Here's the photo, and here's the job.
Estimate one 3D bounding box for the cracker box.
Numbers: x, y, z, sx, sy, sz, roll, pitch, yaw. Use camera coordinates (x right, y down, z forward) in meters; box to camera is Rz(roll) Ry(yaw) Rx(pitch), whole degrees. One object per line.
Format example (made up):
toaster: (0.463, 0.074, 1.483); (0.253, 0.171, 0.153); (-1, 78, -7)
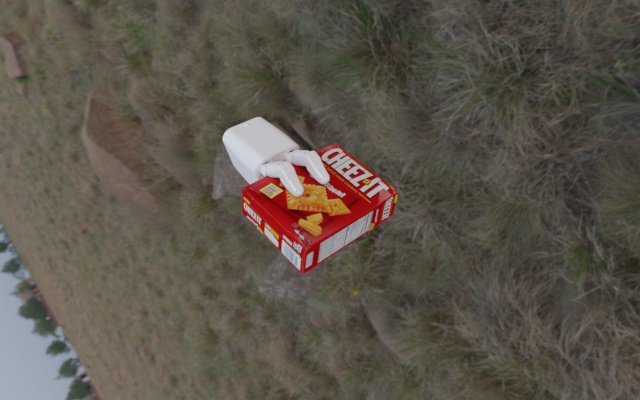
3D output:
cracker box: (0.000, 0.003, 0.810); (0.213, 0.072, 0.164); (-30, 57, -31)
